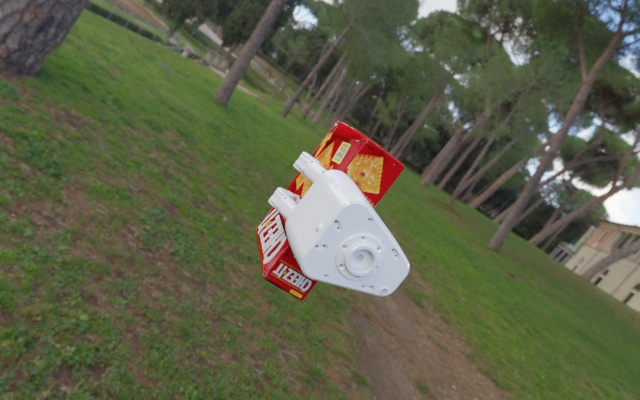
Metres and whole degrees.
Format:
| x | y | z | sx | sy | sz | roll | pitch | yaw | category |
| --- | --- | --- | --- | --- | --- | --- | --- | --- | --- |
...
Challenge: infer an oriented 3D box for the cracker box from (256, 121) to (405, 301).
| x | y | z | sx | sy | sz | roll | pitch | yaw | category |
| --- | --- | --- | --- | --- | --- | --- | --- | --- | --- |
| 0.000 | 0.002 | 0.650 | 0.072 | 0.214 | 0.164 | 35 | 9 | -19 | cracker box |
